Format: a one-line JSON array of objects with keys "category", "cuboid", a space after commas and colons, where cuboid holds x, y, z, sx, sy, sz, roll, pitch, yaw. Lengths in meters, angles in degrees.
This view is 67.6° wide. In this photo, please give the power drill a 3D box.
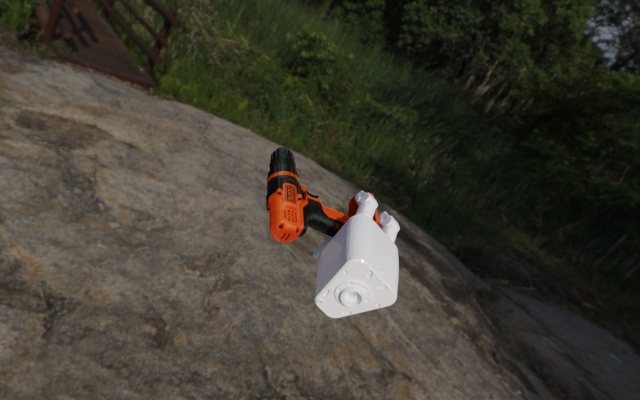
[{"category": "power drill", "cuboid": [0.001, 0.003, 0.783, 0.188, 0.184, 0.057, 15, -43, -22]}]
